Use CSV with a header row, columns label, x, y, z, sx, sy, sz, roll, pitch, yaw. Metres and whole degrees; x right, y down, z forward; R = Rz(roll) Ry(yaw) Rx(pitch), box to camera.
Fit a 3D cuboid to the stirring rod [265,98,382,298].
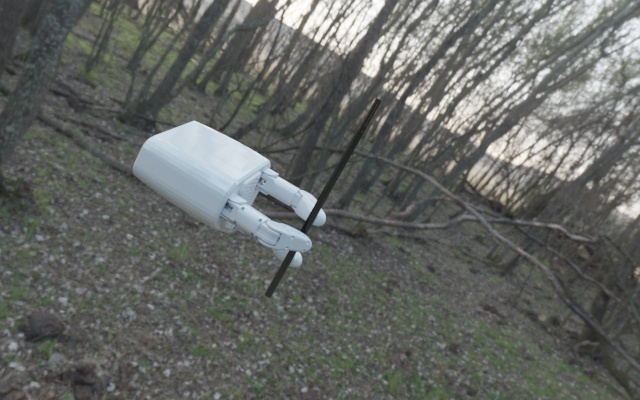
label,x,y,z,sx,sy,sz,roll,pitch,yaw
stirring rod,0.000,0.002,0.501,0.011,0.239,0.011,28,11,-6
